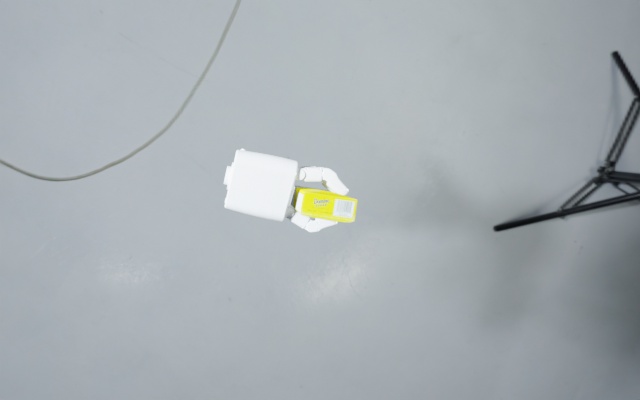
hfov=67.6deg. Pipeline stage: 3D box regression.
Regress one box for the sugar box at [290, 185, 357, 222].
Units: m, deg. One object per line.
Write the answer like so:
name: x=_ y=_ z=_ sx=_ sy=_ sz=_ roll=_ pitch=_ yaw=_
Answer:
sugar box: x=0.000 y=0.002 z=0.863 sx=0.093 sy=0.048 sz=0.176 roll=9 pitch=6 yaw=-11
